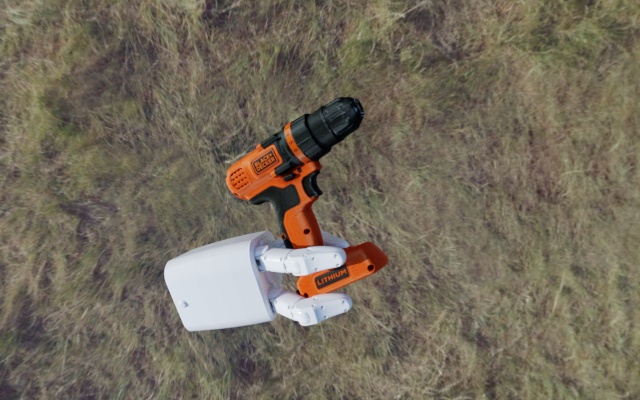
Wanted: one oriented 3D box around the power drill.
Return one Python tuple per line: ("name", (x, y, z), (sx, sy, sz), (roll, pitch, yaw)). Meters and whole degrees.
("power drill", (0.000, 0.002, 0.530), (0.184, 0.187, 0.057), (-29, -6, 27))
